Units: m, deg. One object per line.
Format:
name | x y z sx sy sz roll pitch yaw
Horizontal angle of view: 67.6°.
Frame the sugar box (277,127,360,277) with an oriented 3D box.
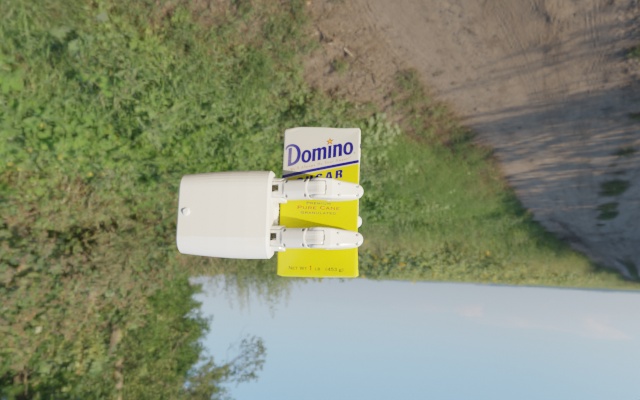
sugar box | 0.000 0.002 0.566 0.093 0.176 0.048 1 -9 5
